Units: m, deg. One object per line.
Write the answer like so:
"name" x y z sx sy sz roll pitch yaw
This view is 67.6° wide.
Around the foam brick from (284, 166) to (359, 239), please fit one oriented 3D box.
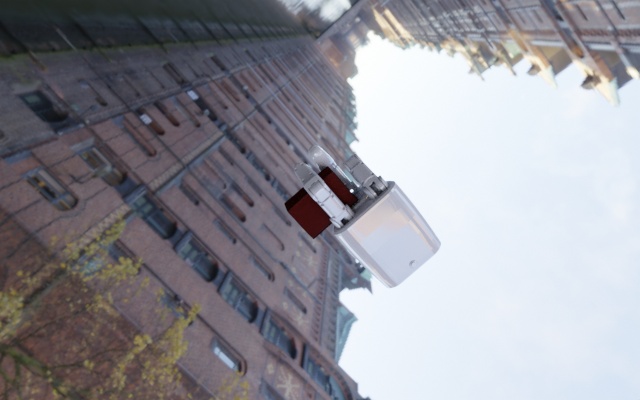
"foam brick" 0.000 0.002 0.613 0.078 0.051 0.053 -41 14 3
